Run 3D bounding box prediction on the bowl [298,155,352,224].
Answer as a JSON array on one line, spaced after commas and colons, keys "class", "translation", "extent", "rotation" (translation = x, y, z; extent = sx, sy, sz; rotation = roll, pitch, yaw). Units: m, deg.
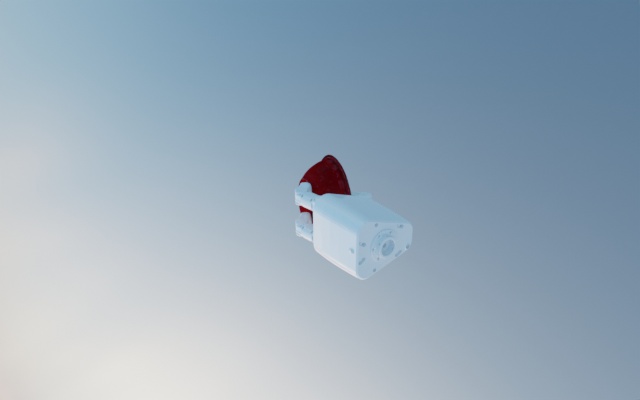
[{"class": "bowl", "translation": [-0.001, 0.003, 0.838], "extent": [0.055, 0.162, 0.162], "rotation": [-9, 3, -19]}]
